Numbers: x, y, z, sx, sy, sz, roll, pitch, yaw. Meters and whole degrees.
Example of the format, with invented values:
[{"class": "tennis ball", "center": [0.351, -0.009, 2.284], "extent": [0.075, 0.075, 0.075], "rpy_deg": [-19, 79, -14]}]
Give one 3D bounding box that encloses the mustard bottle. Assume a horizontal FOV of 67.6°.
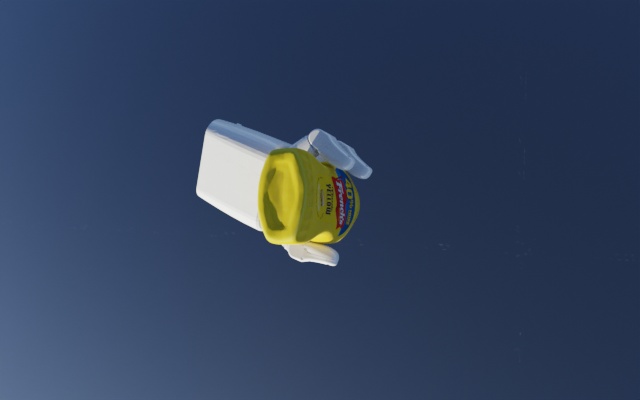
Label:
[{"class": "mustard bottle", "center": [0.000, 0.002, 0.548], "extent": [0.058, 0.096, 0.191], "rpy_deg": [-2, -5, 24]}]
